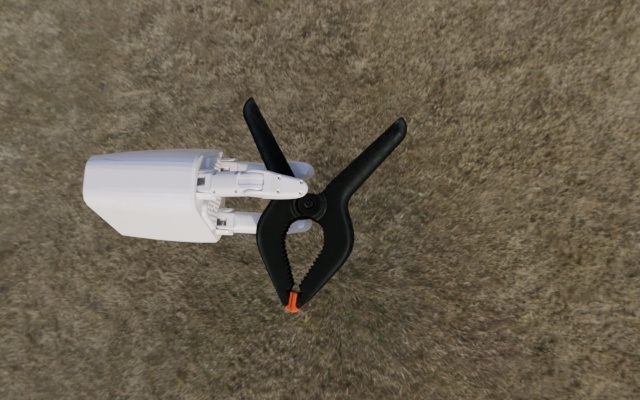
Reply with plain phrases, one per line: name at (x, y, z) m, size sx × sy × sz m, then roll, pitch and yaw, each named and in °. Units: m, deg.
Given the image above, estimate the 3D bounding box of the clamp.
clamp at (0.000, 0.002, 0.462) m, size 0.164 × 0.210 × 0.036 m, roll 2°, pitch -9°, yaw 5°
